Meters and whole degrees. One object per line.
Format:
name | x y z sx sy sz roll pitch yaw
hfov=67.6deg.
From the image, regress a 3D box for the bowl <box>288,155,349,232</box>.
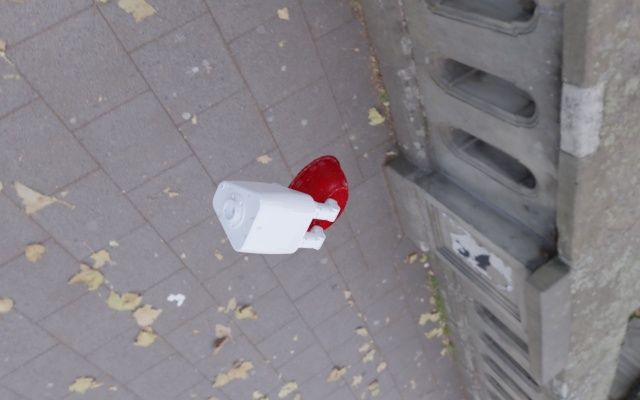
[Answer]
bowl | 0.001 0.003 0.847 0.055 0.162 0.162 36 17 26
